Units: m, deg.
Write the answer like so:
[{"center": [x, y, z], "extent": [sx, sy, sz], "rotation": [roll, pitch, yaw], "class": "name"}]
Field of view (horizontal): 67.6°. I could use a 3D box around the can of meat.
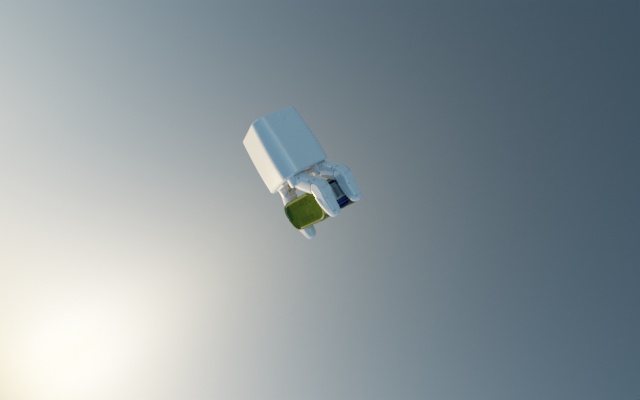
[{"center": [0.000, 0.003, 0.795], "extent": [0.084, 0.057, 0.102], "rotation": [-30, 1, -40], "class": "can of meat"}]
